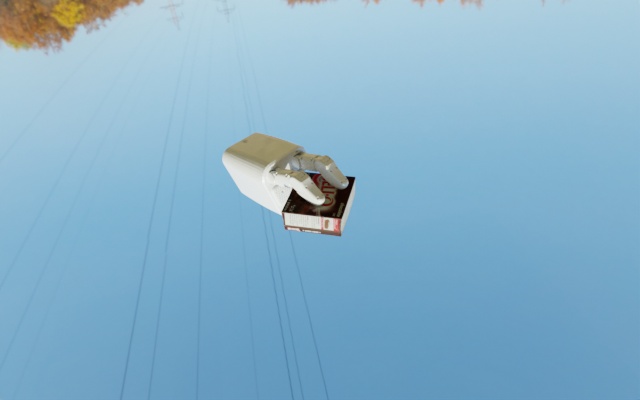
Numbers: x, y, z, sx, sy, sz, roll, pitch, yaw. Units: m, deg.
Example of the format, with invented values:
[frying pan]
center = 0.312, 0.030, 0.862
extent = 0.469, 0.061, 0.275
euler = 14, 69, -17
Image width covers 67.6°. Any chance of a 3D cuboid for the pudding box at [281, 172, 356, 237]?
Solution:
[pudding box]
center = 0.000, 0.002, 0.722
extent = 0.090, 0.039, 0.113
euler = 5, 39, 12
